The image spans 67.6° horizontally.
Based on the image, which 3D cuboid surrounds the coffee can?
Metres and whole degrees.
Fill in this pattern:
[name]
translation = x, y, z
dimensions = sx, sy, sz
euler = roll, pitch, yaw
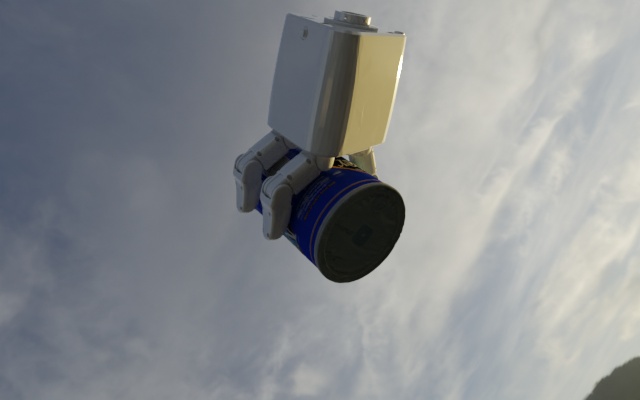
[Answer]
[coffee can]
translation = 0.000, 0.002, 0.481
dimensions = 0.103, 0.103, 0.140
euler = 0, 26, -40
